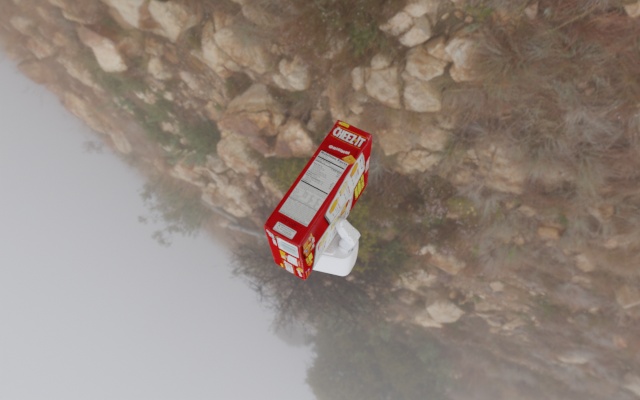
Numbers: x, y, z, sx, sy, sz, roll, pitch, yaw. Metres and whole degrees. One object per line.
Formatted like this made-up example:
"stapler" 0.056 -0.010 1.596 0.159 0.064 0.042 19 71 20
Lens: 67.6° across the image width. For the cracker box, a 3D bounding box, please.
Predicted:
"cracker box" 0.000 0.003 0.766 0.072 0.213 0.164 28 -22 14
